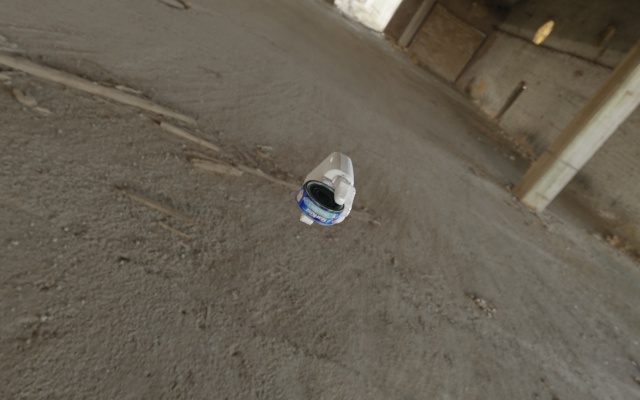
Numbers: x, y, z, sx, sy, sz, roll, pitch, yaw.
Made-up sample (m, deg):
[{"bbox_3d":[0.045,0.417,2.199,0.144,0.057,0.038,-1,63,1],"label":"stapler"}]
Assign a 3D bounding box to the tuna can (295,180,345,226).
[{"bbox_3d":[0.000,0.002,0.846,0.086,0.034,0.086,26,29,-16],"label":"tuna can"}]
